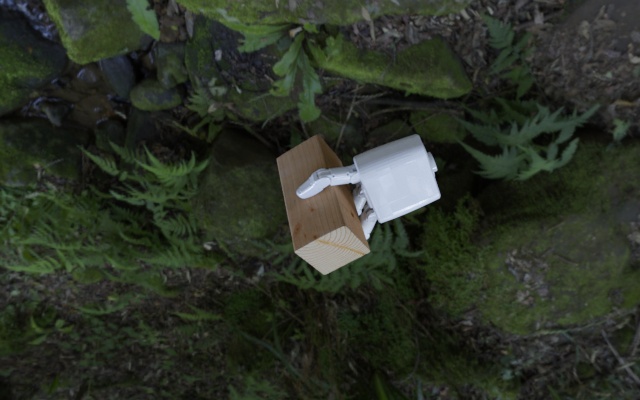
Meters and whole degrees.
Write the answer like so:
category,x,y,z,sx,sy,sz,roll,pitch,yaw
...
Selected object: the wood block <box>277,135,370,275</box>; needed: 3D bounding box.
category,x,y,z,sx,sy,sz,roll,pitch,yaw
wood block,0.000,0.002,0.790,0.090,0.206,0.091,-29,-43,16
